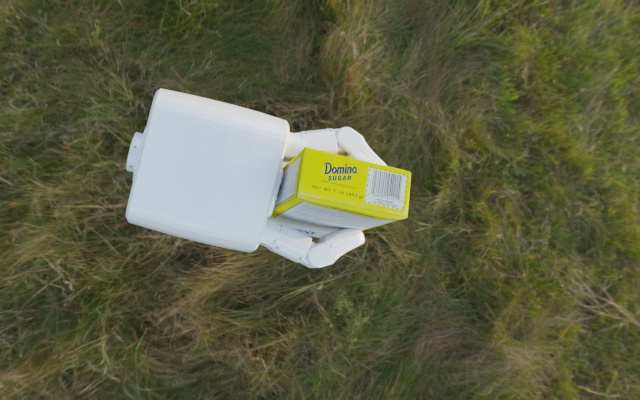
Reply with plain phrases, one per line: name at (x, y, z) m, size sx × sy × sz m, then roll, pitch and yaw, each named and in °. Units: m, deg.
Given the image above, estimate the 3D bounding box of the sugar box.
sugar box at (0.000, 0.001, 0.441) m, size 0.093 × 0.048 × 0.176 m, roll 12°, pitch -11°, yaw -17°
